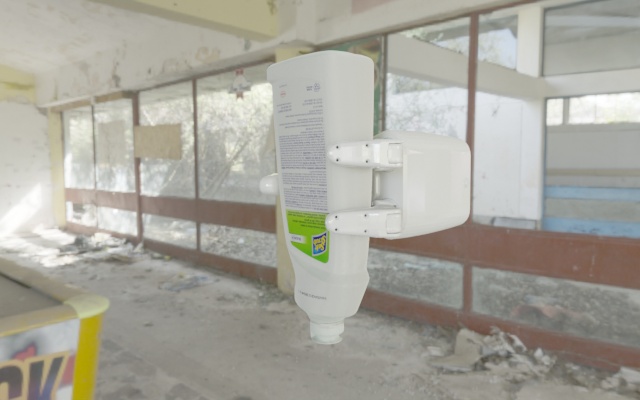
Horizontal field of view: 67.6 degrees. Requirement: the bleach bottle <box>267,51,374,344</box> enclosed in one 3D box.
[{"bbox_3d":[0.000,0.001,0.435,0.068,0.251,0.102,-4,6,-39],"label":"bleach bottle"}]
